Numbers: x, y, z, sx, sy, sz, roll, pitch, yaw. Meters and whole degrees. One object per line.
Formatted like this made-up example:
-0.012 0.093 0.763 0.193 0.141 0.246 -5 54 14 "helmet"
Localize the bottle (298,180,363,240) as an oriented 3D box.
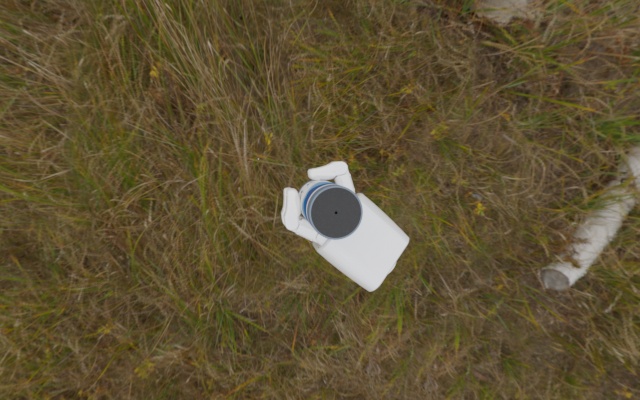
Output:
0.000 0.002 0.723 0.069 0.069 0.295 0 5 -7 "bottle"
